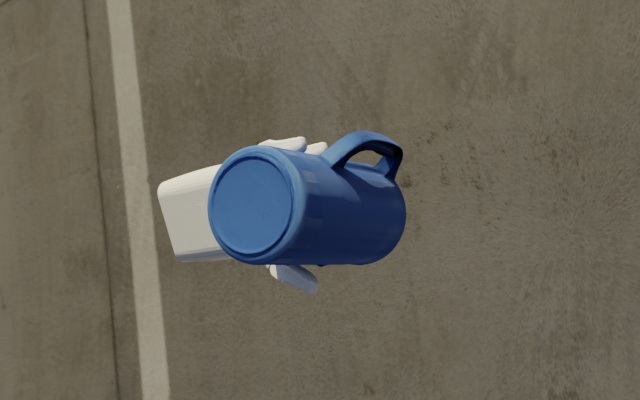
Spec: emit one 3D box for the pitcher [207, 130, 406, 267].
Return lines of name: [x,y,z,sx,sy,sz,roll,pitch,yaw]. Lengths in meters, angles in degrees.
pitcher: [0.000,0.002,0.521,0.145,0.149,0.243,-7,-7,27]
